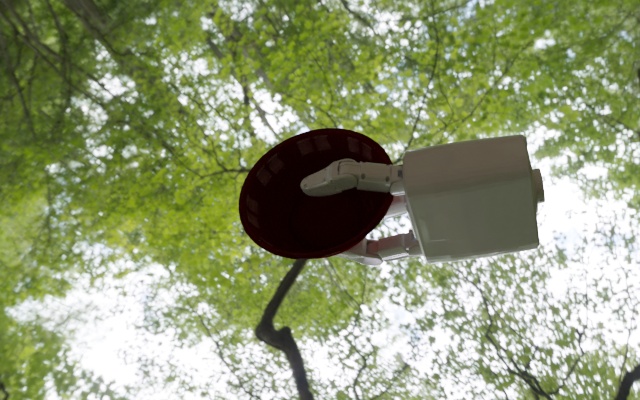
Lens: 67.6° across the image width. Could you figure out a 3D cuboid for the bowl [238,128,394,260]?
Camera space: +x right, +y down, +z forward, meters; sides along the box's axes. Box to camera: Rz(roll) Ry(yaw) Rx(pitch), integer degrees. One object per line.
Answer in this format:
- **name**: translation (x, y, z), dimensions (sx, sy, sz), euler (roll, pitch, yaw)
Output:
- **bowl**: translation (-0.001, 0.002, 0.495), dimensions (0.162, 0.162, 0.055), euler (0, -35, 17)
